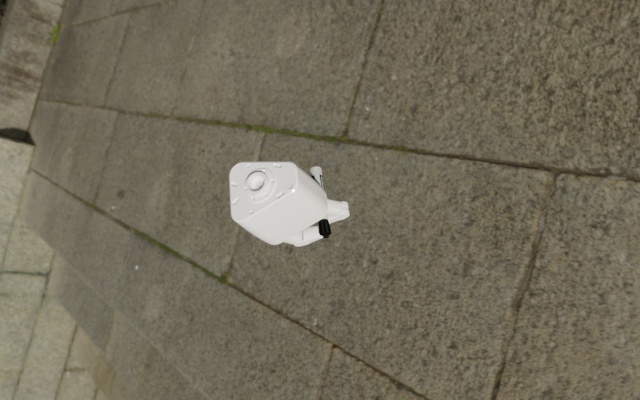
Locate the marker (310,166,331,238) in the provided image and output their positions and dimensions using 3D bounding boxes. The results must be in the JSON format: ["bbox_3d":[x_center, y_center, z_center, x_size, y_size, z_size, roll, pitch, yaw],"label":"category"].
[{"bbox_3d":[0.000,0.003,0.759,0.020,0.121,0.020,-7,-24,-3],"label":"marker"}]
